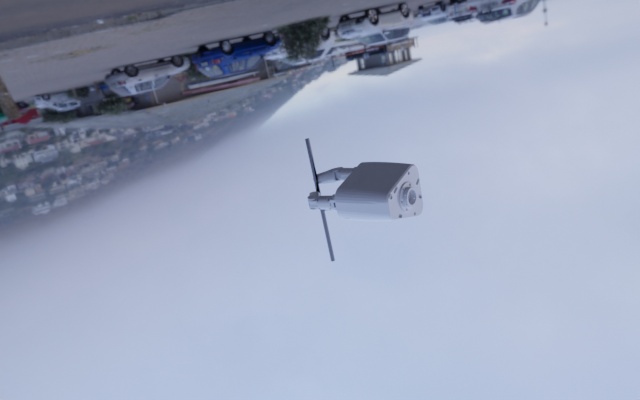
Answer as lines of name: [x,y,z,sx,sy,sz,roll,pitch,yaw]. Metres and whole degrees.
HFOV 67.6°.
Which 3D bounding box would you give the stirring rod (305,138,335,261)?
stirring rod: [0.000,0.003,0.884,0.011,0.239,0.011,-11,17,3]
